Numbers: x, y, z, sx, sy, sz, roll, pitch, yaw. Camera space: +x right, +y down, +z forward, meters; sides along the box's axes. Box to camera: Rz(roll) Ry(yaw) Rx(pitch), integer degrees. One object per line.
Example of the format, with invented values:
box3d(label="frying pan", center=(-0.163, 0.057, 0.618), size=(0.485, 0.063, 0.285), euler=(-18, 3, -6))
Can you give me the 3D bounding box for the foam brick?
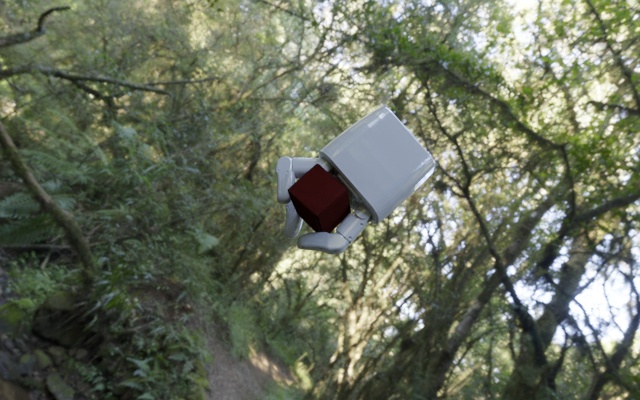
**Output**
box3d(label="foam brick", center=(0.000, 0.002, 0.587), size=(0.053, 0.051, 0.078), euler=(44, -12, 21))
